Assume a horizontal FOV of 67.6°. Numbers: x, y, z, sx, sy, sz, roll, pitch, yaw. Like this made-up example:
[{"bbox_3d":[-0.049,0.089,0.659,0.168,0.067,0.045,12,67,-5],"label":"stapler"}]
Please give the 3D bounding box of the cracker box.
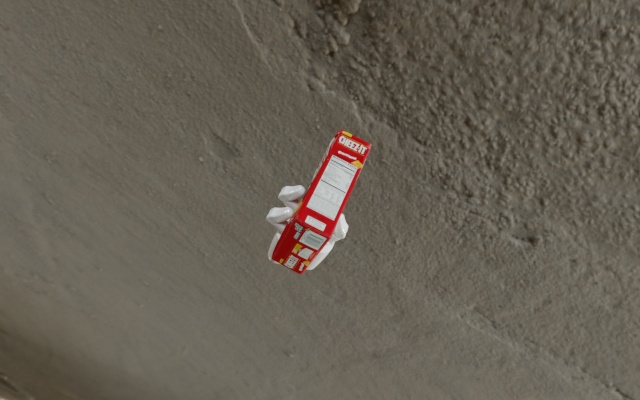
[{"bbox_3d":[0.000,0.003,0.847,0.072,0.213,0.164,28,-35,-3],"label":"cracker box"}]
